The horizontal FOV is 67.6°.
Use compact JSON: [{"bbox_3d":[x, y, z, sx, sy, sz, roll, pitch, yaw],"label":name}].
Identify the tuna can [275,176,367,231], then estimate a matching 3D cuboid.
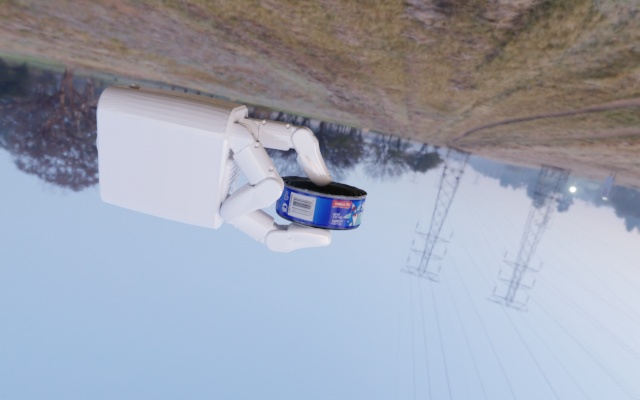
[{"bbox_3d":[0.000,0.002,0.461,0.086,0.034,0.086,9,11,-2],"label":"tuna can"}]
